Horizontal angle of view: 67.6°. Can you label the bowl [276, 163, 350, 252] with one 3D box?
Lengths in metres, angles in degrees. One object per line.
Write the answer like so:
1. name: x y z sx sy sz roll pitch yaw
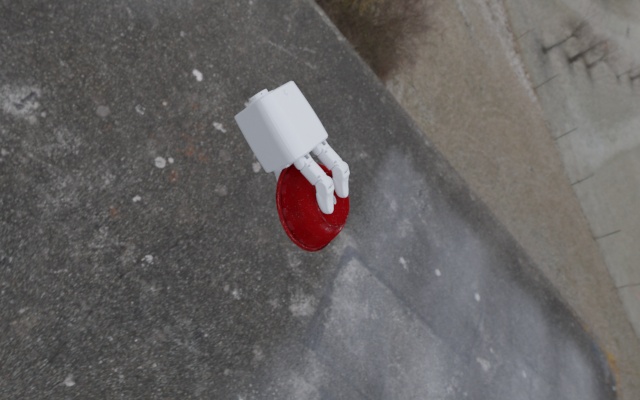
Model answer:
1. bowl: 0.001 0.003 0.795 0.055 0.162 0.162 -12 -7 37
